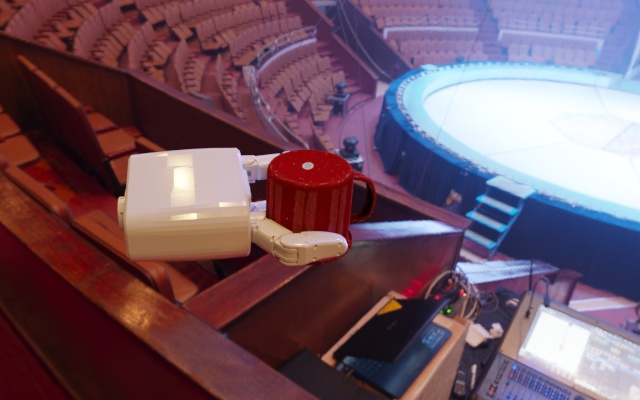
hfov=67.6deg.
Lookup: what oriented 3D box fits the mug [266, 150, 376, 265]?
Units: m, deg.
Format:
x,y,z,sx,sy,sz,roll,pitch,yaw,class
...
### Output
x,y,z,sx,sy,sz,roll,pitch,yaw,class
0.001,0.001,0.464,0.117,0.081,0.093,-5,30,-16,mug
